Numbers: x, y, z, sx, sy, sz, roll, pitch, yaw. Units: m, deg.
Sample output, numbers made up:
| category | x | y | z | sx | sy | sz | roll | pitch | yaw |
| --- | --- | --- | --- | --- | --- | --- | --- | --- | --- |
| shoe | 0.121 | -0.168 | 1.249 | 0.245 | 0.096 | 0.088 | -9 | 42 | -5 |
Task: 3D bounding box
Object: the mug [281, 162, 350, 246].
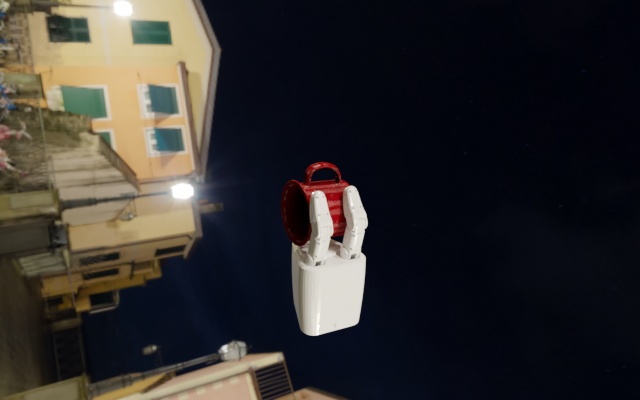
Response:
| category | x | y | z | sx | sy | sz | roll | pitch | yaw |
| --- | --- | --- | --- | --- | --- | --- | --- | --- | --- |
| mug | 0.000 | 0.001 | 0.677 | 0.081 | 0.117 | 0.093 | -7 | 22 | -29 |
